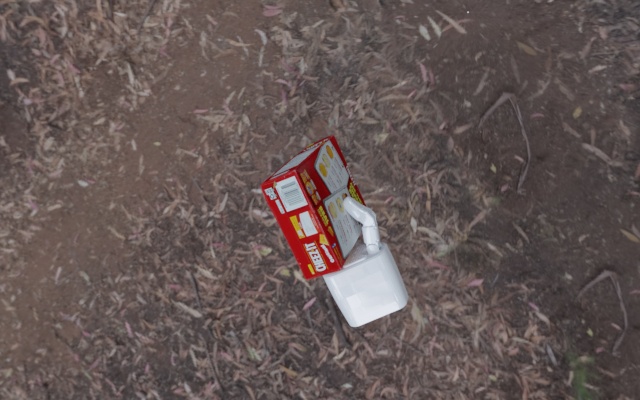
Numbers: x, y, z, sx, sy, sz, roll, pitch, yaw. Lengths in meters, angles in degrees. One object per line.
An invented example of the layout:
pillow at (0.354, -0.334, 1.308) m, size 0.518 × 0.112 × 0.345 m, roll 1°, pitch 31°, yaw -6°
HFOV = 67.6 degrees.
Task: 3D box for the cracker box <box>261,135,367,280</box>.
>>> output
cracker box at (0.000, 0.003, 0.776) m, size 0.072 × 0.164 × 0.213 m, roll -20°, pitch 14°, yaw 23°
